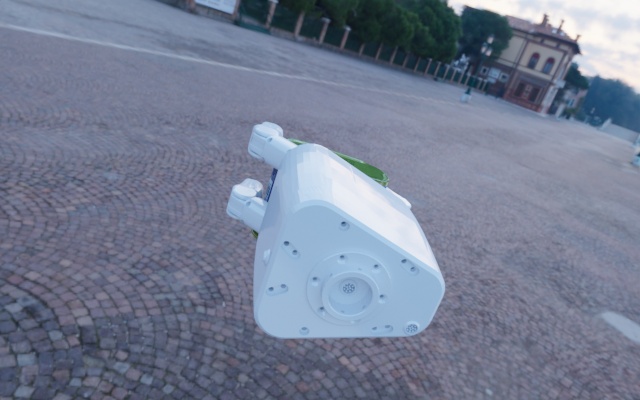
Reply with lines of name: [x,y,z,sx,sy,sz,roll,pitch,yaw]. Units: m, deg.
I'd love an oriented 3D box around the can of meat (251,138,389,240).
can of meat: [0.000,0.001,0.420,0.102,0.084,0.057,17,20,-6]
